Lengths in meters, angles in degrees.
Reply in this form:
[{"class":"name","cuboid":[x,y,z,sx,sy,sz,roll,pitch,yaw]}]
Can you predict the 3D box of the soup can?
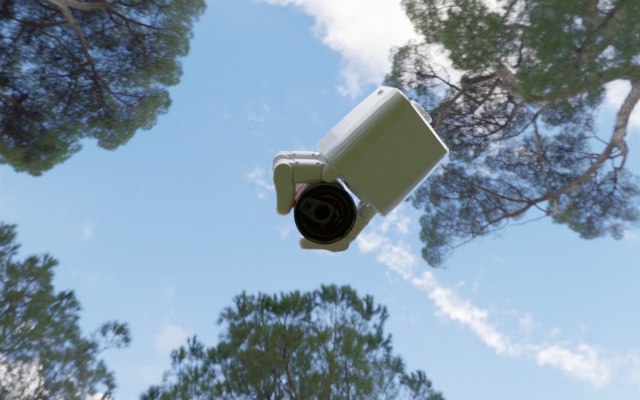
[{"class":"soup can","cuboid":[0.000,0.002,0.556,0.068,0.068,0.102,0,15,-6]}]
